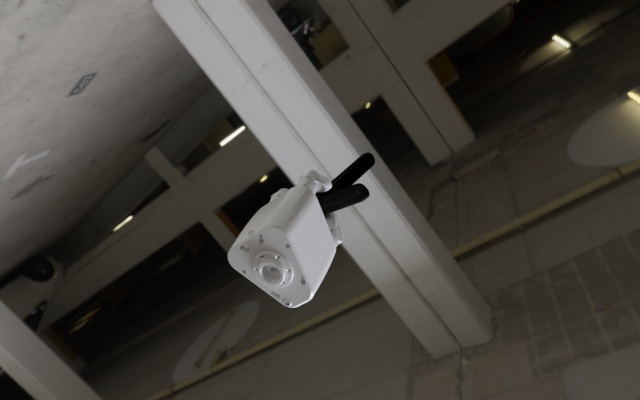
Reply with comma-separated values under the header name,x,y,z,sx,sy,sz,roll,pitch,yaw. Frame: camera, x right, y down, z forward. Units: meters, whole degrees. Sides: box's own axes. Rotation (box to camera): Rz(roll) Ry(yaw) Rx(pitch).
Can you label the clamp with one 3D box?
name,x,y,z,sx,sy,sz,roll,pitch,yaw
clamp,0.000,0.003,0.738,0.210,0.036,0.164,-32,13,27
